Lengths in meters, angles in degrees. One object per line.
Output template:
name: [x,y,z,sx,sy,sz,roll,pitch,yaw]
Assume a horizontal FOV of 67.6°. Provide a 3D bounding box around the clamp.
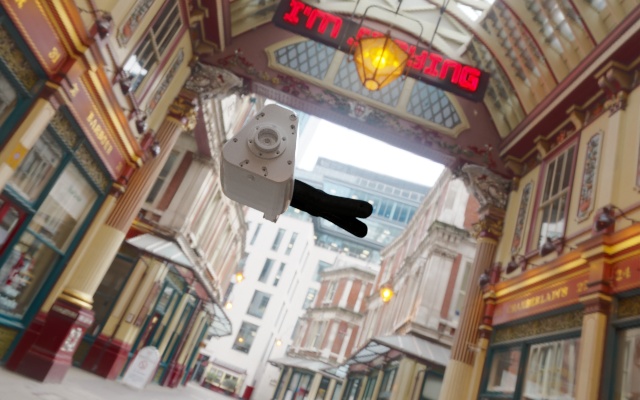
clamp: [0.000,0.002,0.692,0.171,0.039,0.120,22,-23,0]
